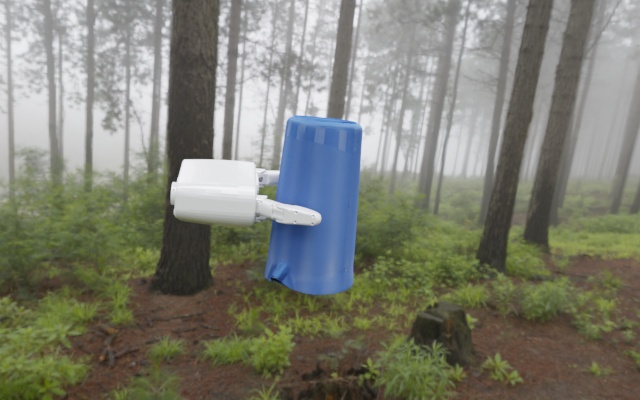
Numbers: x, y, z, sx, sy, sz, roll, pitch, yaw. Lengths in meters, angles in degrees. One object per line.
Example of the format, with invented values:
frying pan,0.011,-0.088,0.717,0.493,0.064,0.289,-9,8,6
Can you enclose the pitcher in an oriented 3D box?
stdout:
pitcher,0.000,0.002,0.701,0.145,0.243,0.149,4,12,-10
